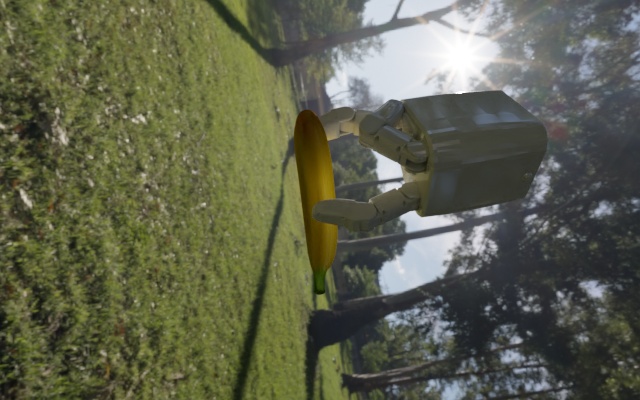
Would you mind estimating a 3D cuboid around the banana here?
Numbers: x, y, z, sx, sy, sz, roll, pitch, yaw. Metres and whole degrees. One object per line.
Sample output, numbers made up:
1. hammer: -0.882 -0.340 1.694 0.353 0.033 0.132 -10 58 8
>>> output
1. banana: -0.002 -0.003 0.487 0.037 0.198 0.069 -8 26 -4
